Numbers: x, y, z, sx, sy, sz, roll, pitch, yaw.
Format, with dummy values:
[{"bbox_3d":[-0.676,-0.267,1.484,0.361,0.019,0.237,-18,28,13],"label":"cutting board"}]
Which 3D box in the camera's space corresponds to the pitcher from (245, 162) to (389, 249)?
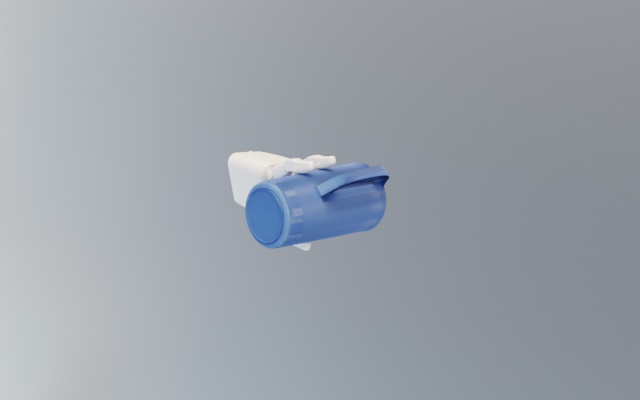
[{"bbox_3d":[0.000,0.003,0.823,0.145,0.149,0.243,22,22,39],"label":"pitcher"}]
